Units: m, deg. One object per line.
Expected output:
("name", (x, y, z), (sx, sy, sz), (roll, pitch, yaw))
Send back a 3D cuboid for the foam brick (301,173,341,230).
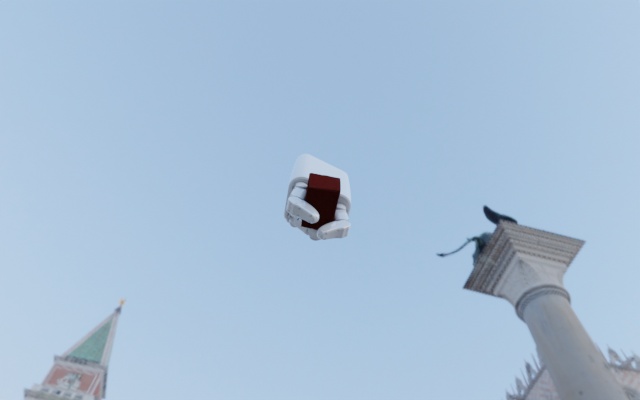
("foam brick", (0.000, 0.002, 0.773), (0.053, 0.078, 0.051), (10, 30, -3))
